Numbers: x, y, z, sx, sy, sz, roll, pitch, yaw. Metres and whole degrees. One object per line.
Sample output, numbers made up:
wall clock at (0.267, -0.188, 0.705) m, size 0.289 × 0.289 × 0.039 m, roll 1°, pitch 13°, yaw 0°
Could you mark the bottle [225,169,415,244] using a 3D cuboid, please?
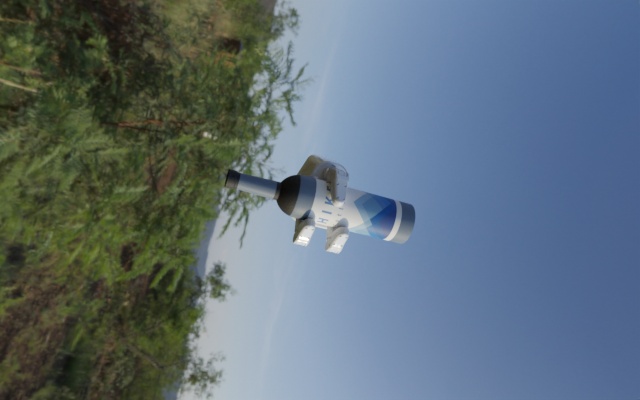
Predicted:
bottle at (0.000, 0.002, 0.738) m, size 0.296 × 0.069 × 0.069 m, roll 14°, pitch -4°, yaw -15°
